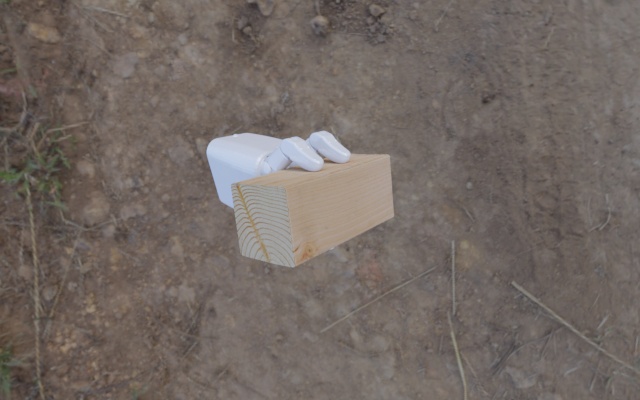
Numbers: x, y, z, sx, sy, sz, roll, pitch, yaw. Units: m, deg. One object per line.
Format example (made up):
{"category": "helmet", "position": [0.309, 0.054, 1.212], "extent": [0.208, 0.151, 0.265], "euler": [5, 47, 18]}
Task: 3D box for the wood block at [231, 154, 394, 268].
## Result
{"category": "wood block", "position": [0.000, 0.002, 0.602], "extent": [0.090, 0.091, 0.206], "euler": [6, 18, 39]}
